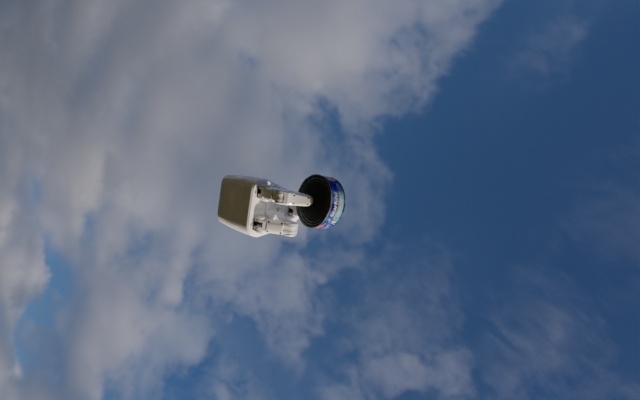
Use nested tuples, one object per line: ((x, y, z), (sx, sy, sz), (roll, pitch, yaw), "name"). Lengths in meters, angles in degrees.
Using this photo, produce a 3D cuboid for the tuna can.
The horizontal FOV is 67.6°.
((0.001, 0.003, 0.767), (0.034, 0.086, 0.086), (8, -5, -41), "tuna can")
